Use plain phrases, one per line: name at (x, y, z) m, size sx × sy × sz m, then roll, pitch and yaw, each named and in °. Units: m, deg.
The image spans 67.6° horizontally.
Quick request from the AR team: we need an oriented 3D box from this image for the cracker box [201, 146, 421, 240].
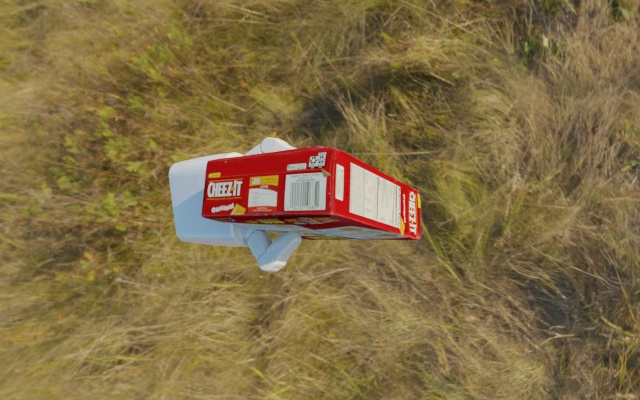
cracker box at (0.000, 0.002, 0.548) m, size 0.164 × 0.072 × 0.214 m, roll -3°, pitch -11°, yaw 32°
